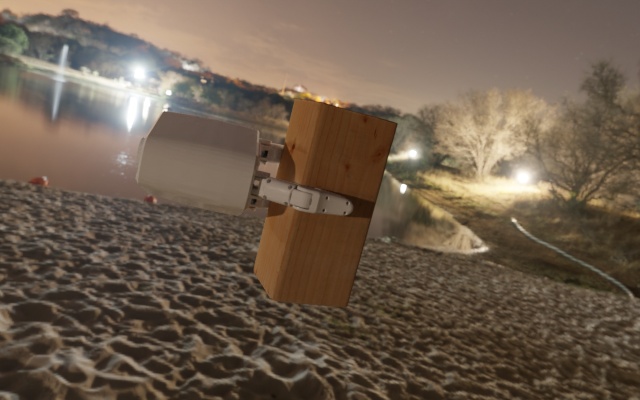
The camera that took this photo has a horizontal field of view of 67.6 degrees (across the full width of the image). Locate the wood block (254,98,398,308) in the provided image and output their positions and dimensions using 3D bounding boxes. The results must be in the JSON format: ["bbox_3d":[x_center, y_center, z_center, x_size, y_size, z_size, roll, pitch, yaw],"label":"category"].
[{"bbox_3d":[0.000,0.002,0.527,0.090,0.206,0.090,11,10,-23],"label":"wood block"}]
